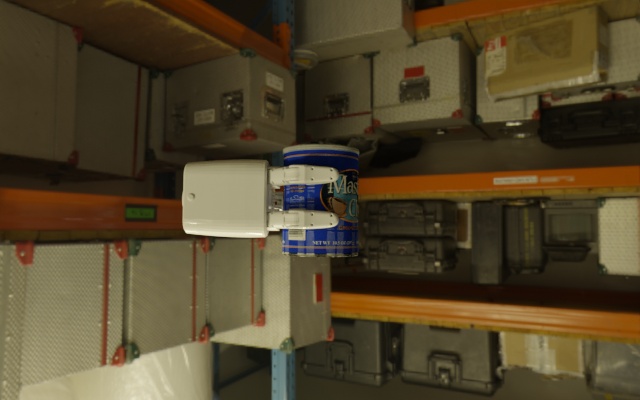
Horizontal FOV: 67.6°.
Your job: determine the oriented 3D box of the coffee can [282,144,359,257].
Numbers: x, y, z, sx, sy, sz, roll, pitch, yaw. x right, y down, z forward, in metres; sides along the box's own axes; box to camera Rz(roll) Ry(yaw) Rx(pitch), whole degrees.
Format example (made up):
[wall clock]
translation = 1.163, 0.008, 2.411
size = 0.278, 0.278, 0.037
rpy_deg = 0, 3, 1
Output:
[coffee can]
translation = 0.000, 0.002, 0.638
size = 0.103, 0.140, 0.103
rpy_deg = 0, -3, 0
